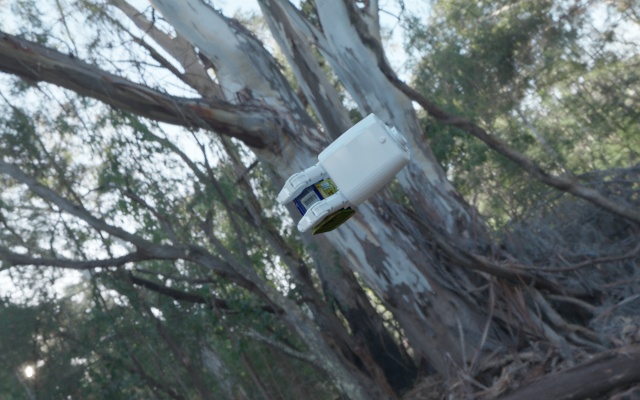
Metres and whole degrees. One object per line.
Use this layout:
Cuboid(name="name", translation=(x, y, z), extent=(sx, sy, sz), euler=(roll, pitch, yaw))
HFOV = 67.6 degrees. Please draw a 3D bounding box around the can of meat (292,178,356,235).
Cuboid(name="can of meat", translation=(0.000, 0.002, 0.767), extent=(0.057, 0.084, 0.102), euler=(-40, -13, 19))
